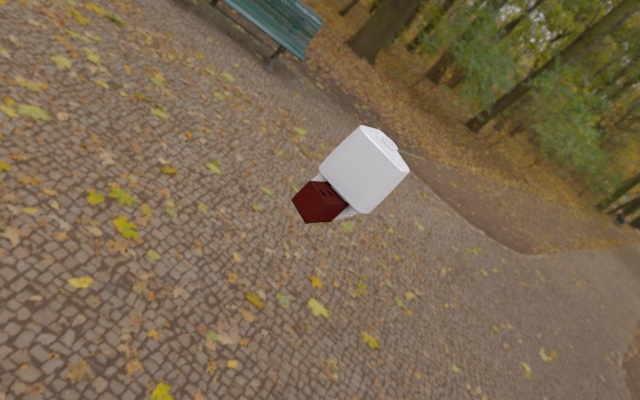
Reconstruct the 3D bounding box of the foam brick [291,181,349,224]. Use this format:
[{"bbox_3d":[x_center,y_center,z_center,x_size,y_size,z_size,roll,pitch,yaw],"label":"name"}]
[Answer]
[{"bbox_3d":[0.000,0.003,0.802,0.051,0.053,0.078,-44,-22,25],"label":"foam brick"}]
